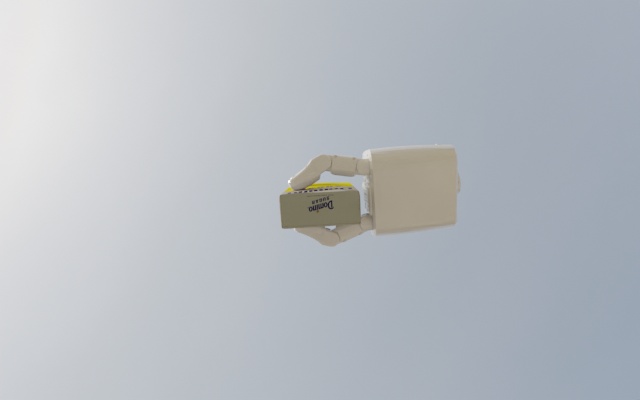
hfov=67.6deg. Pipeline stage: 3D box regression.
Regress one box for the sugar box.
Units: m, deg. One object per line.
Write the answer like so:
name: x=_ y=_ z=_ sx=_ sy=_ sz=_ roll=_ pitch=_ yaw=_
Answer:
sugar box: x=0.000 y=0.001 z=0.620 sx=0.093 sy=0.048 sz=0.176 roll=-3 pitch=3 yaw=0
